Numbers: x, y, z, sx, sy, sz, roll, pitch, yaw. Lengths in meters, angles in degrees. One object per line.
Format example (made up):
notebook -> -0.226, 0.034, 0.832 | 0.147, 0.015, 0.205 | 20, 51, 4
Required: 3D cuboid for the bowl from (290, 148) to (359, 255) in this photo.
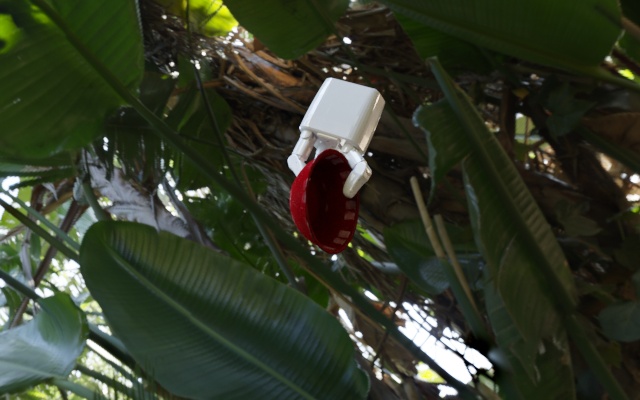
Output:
bowl -> -0.001, 0.003, 0.742 | 0.055, 0.162, 0.162 | -2, -1, 32
